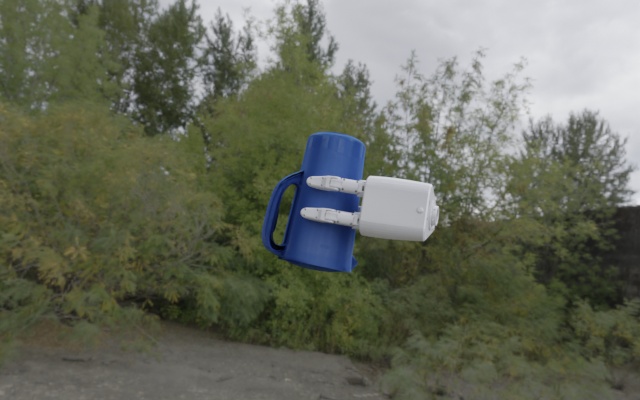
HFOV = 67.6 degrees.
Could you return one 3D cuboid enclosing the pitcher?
[{"bbox_3d":[0.000,0.003,0.861,0.145,0.243,0.149,7,-8,23],"label":"pitcher"}]
